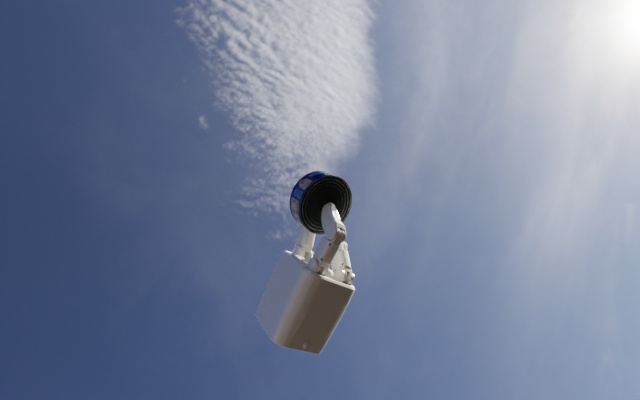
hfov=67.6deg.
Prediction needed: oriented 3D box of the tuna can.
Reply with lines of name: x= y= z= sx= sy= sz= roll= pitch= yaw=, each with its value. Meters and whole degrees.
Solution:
tuna can: x=0.000 y=0.002 z=0.672 sx=0.086 sy=0.086 sz=0.033 roll=0 pitch=18 yaw=-34
